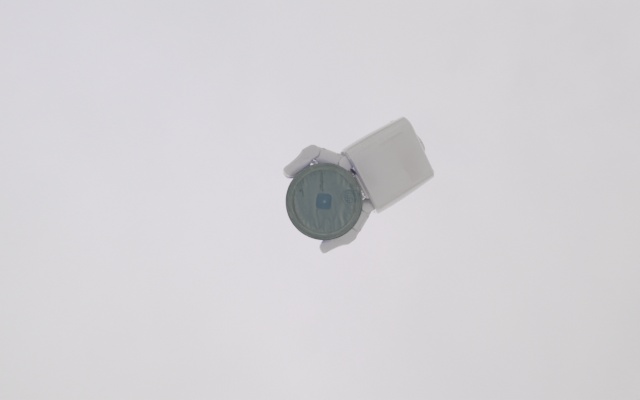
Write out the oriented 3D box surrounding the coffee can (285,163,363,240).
[{"bbox_3d":[0.000,0.002,0.696,0.103,0.103,0.140,0,-1,-4],"label":"coffee can"}]
